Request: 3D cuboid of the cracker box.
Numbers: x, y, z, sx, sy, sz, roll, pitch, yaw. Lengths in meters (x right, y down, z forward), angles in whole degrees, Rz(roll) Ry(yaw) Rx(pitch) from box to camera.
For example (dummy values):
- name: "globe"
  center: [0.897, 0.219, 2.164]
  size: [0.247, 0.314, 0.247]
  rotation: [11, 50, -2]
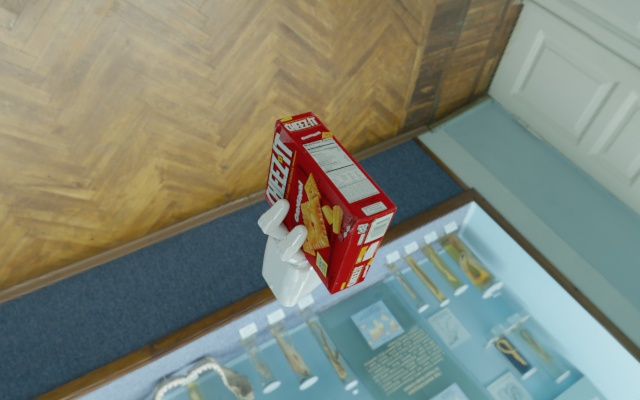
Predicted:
- name: "cracker box"
  center: [0.000, 0.002, 0.694]
  size: [0.072, 0.164, 0.213]
  rotation: [-18, 53, -30]
